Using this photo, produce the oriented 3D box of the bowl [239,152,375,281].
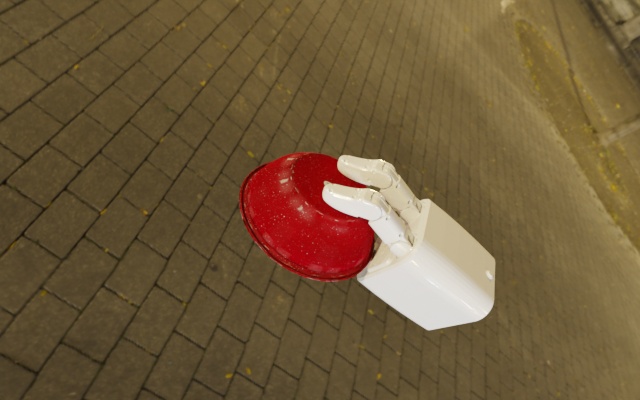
[{"bbox_3d":[-0.001,0.001,0.500,0.162,0.162,0.055,0,-39,-34],"label":"bowl"}]
